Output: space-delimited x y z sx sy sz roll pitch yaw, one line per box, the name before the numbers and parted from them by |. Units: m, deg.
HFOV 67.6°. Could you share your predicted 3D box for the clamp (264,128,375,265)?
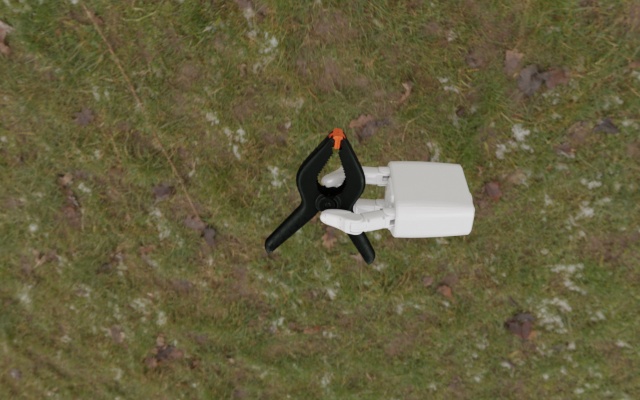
clamp | 0.000 0.002 0.666 0.164 0.210 0.036 0 30 0
